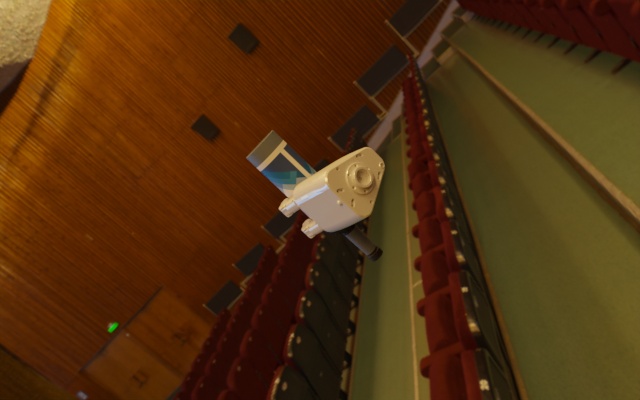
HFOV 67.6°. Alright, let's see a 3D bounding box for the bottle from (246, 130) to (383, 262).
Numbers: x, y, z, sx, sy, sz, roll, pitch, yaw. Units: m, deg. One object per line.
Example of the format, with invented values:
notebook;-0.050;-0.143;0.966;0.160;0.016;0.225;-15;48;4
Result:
bottle;0.000;0.003;0.844;0.296;0.069;0.069;44;-11;-12
